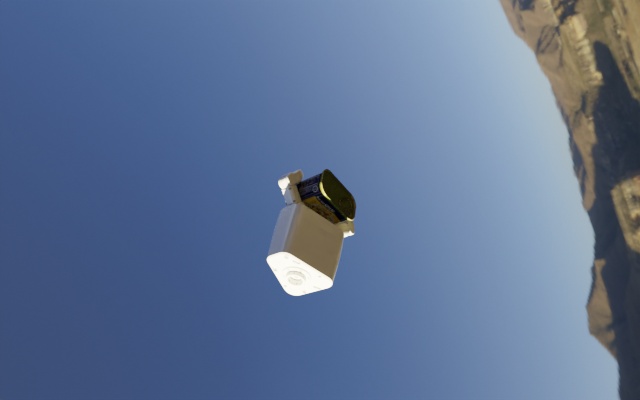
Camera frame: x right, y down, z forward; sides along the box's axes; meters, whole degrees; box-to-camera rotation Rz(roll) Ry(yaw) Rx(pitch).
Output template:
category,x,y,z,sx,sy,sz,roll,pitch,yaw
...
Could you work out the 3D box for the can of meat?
category,x,y,z,sx,sy,sz,roll,pitch,yaw
can of meat,0.000,0.003,0.844,0.084,0.057,0.102,-21,-49,31
